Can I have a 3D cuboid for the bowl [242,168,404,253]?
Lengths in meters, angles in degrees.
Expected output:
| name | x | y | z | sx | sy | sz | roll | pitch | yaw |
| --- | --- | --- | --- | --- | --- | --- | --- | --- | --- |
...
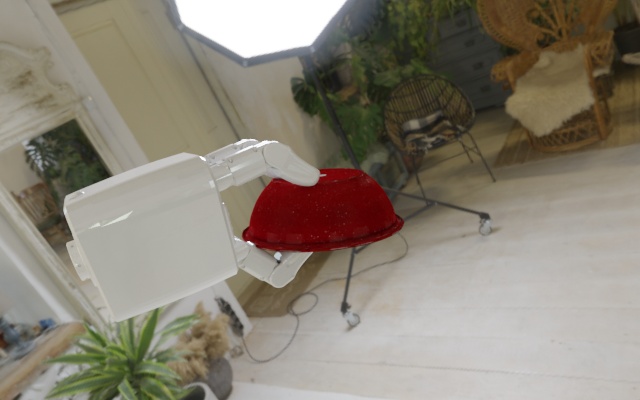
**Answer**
| name | x | y | z | sx | sy | sz | roll | pitch | yaw |
| --- | --- | --- | --- | --- | --- | --- | --- | --- | --- |
| bowl | 0.001 | 0.001 | 0.474 | 0.162 | 0.055 | 0.162 | -4 | 11 | 1 |
